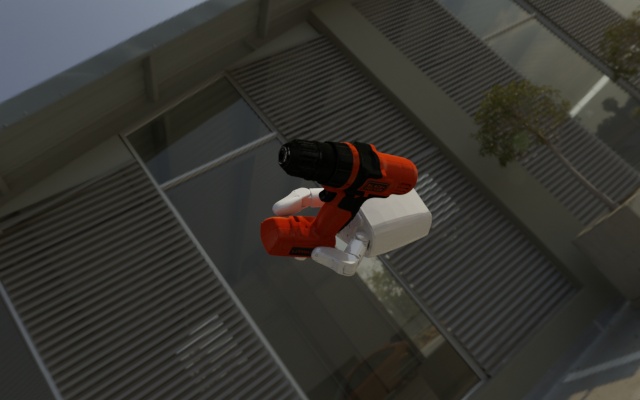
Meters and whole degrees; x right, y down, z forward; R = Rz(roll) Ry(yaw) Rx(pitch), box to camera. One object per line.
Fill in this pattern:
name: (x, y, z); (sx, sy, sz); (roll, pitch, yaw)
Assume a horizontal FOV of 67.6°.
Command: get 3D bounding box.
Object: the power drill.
power drill: (0.000, 0.002, 0.580); (0.184, 0.057, 0.188); (8, -38, -34)
